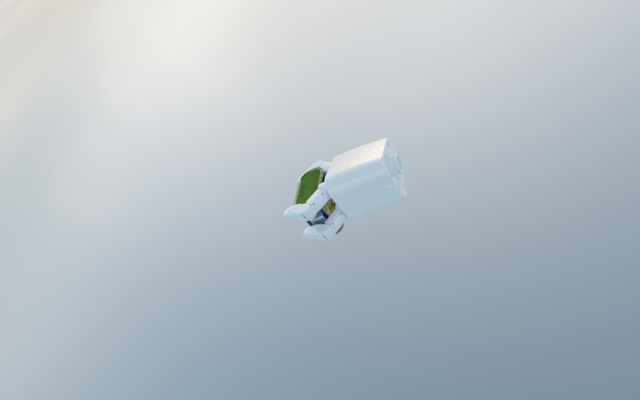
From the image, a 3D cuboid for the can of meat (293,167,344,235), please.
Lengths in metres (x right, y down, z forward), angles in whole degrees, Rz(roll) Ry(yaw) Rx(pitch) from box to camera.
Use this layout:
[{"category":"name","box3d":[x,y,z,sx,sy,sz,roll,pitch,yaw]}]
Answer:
[{"category":"can of meat","box3d":[0.000,0.003,0.860,0.057,0.102,0.084,-18,-48,28]}]
